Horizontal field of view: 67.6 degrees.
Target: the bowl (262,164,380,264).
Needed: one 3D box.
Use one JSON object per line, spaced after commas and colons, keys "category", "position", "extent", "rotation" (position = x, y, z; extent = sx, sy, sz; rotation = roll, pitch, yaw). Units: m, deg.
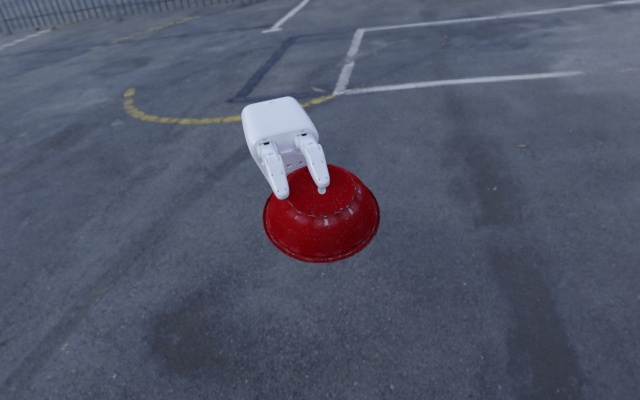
{"category": "bowl", "position": [0.001, 0.003, 0.634], "extent": [0.162, 0.162, 0.055], "rotation": [0, -40, 2]}
